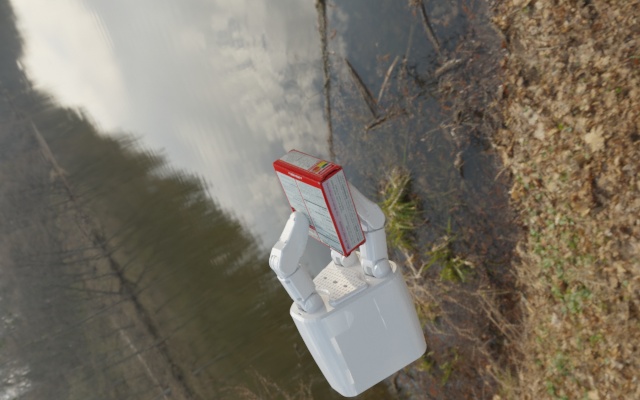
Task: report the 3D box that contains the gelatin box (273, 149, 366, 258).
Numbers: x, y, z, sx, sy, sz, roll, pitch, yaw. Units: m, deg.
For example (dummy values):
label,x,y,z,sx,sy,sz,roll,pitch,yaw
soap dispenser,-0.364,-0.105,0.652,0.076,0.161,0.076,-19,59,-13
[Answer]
label,x,y,z,sx,sy,sz,roll,pitch,yaw
gelatin box,0.000,0.001,0.445,0.030,0.089,0.073,-37,36,-23
